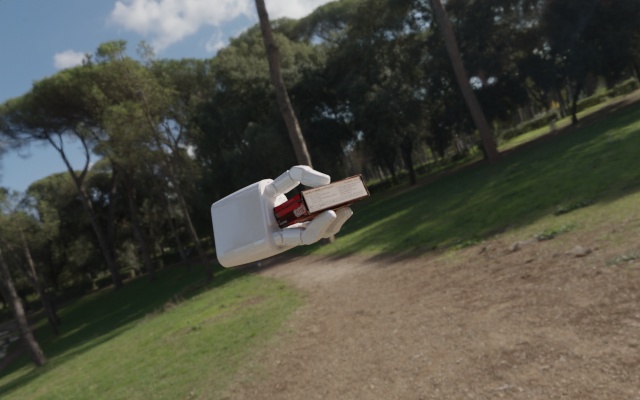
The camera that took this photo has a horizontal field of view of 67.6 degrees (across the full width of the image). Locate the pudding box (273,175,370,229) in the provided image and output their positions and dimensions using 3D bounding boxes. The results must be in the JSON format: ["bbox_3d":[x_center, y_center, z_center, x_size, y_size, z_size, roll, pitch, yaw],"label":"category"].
[{"bbox_3d":[0.000,0.002,0.695,0.113,0.039,0.090,-19,-4,-34],"label":"pudding box"}]
